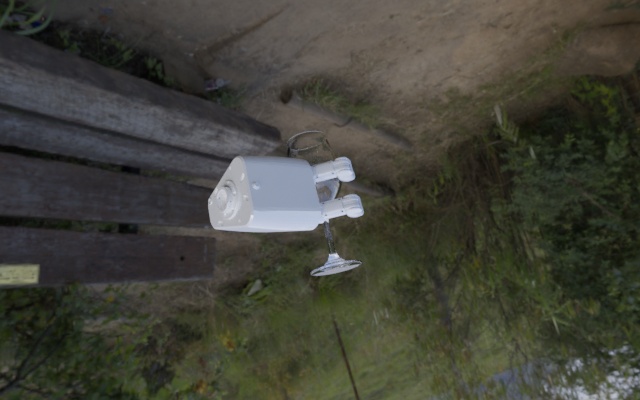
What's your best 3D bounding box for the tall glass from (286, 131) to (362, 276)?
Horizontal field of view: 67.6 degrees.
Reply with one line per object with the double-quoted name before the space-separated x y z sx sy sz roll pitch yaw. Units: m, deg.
"tall glass" 0.000 0.003 0.692 0.079 0.201 0.079 -12 -17 -4
